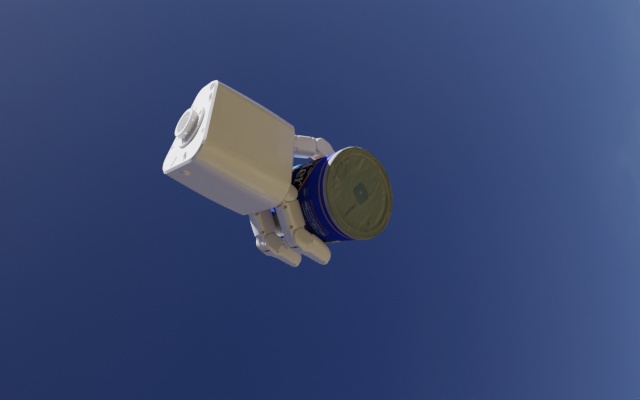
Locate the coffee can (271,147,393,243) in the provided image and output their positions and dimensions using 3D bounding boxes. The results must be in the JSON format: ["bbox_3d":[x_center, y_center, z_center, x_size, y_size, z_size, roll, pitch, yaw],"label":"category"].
[{"bbox_3d":[0.000,0.002,0.571,0.103,0.103,0.140,0,-9,-41],"label":"coffee can"}]
